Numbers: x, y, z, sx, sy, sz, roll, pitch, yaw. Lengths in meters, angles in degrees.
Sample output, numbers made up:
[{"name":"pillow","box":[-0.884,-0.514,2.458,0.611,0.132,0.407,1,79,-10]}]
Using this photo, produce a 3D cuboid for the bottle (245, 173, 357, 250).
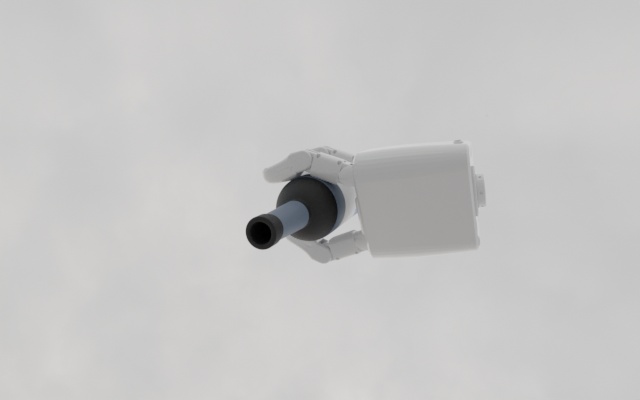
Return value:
[{"name":"bottle","box":[0.000,0.002,0.514,0.069,0.069,0.295,0,10,19]}]
